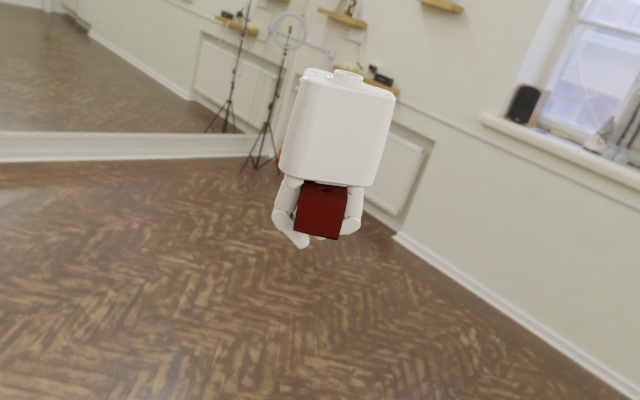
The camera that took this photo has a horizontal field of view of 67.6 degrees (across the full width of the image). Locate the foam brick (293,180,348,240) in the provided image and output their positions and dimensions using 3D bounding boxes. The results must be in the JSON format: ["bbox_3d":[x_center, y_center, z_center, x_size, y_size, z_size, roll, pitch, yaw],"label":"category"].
[{"bbox_3d":[0.000,0.002,0.551,0.053,0.051,0.078,11,23,-4],"label":"foam brick"}]
